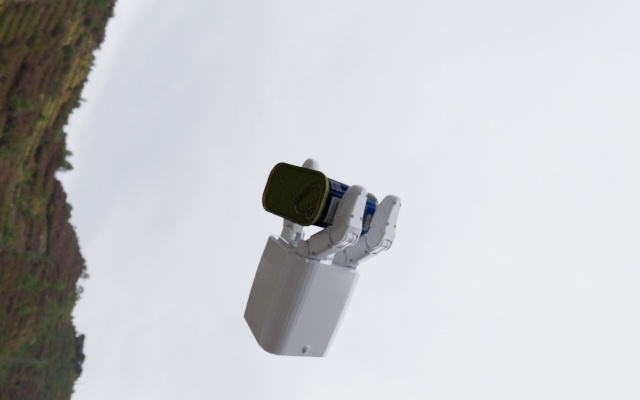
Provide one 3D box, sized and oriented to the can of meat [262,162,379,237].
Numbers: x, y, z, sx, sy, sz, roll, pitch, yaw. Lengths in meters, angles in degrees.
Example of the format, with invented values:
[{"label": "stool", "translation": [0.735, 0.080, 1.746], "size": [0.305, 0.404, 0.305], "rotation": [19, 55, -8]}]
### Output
[{"label": "can of meat", "translation": [0.000, 0.002, 0.520], "size": [0.084, 0.057, 0.102], "rotation": [19, -1, -40]}]
